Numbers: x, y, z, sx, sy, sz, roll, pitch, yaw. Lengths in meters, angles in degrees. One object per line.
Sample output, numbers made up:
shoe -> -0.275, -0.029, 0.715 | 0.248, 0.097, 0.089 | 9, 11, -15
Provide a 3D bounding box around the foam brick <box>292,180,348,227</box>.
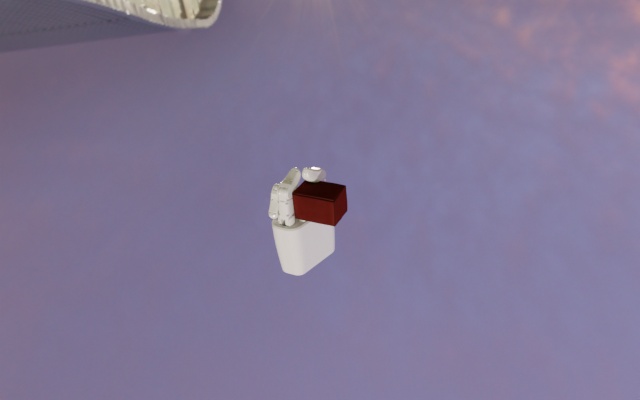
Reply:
foam brick -> 0.000, 0.003, 0.795 | 0.078, 0.051, 0.053 | 11, 35, 25
